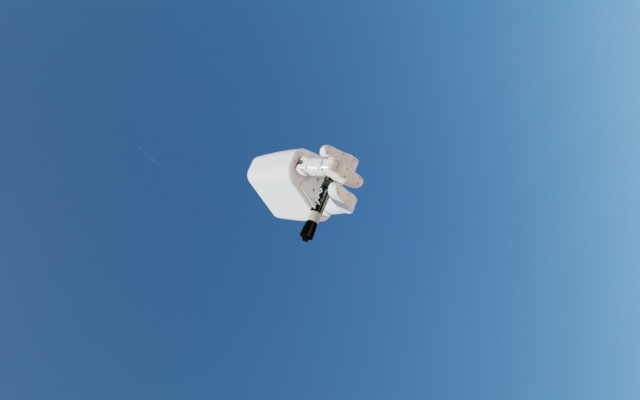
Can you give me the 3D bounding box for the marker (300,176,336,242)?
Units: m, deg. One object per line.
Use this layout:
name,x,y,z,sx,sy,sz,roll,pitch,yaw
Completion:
marker,0.000,0.002,0.659,0.020,0.121,0.020,19,-23,8
